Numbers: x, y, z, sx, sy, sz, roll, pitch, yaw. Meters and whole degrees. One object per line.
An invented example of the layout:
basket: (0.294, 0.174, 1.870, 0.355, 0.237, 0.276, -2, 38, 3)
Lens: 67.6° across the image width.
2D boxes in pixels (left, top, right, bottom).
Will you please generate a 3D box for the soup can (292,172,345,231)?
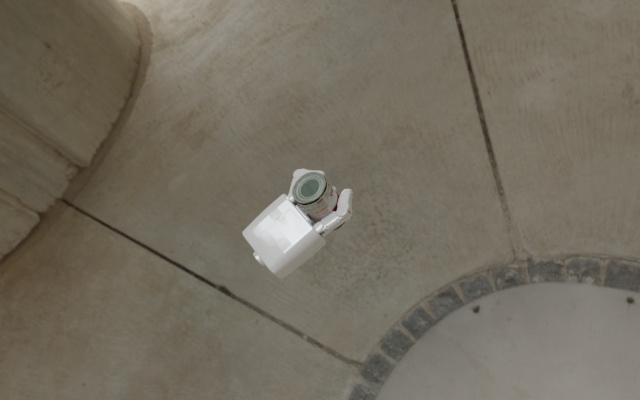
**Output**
soup can: (0.000, 0.002, 0.857, 0.068, 0.068, 0.102, 0, -30, 28)
